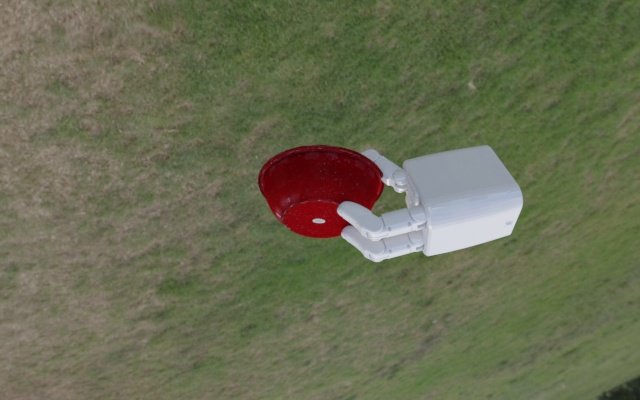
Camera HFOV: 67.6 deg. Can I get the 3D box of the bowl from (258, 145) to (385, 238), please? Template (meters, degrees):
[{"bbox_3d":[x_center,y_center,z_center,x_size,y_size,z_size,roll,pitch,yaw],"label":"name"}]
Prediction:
[{"bbox_3d":[-0.001,0.003,0.596,0.162,0.055,0.162,2,-33,1],"label":"bowl"}]
